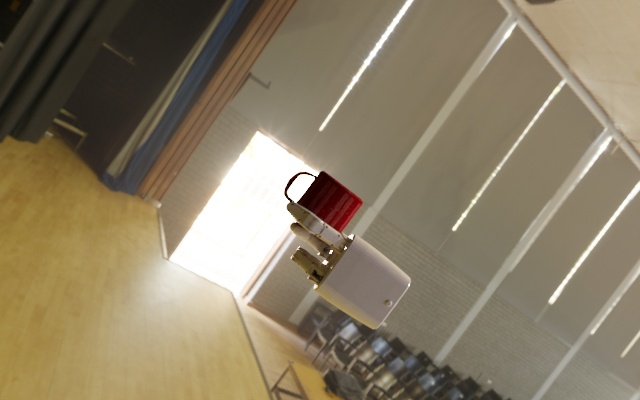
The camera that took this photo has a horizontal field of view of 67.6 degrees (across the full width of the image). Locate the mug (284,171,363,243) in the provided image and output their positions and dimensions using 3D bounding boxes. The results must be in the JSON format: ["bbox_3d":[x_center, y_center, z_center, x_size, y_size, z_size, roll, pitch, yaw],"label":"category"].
[{"bbox_3d":[-0.001,0.001,0.720,0.117,0.081,0.093,37,4,-3],"label":"mug"}]
